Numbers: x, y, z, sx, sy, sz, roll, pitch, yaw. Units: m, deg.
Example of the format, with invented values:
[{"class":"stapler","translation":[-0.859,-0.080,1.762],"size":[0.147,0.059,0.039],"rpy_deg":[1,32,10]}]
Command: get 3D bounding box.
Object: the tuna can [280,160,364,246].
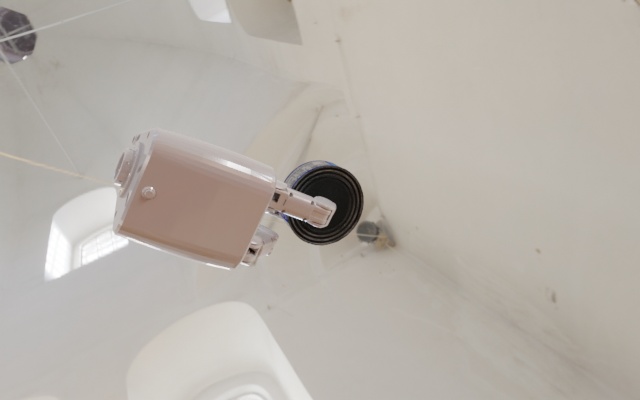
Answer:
[{"class":"tuna can","translation":[0.000,0.002,0.503],"size":[0.086,0.086,0.033],"rpy_deg":[0,17,-23]}]
